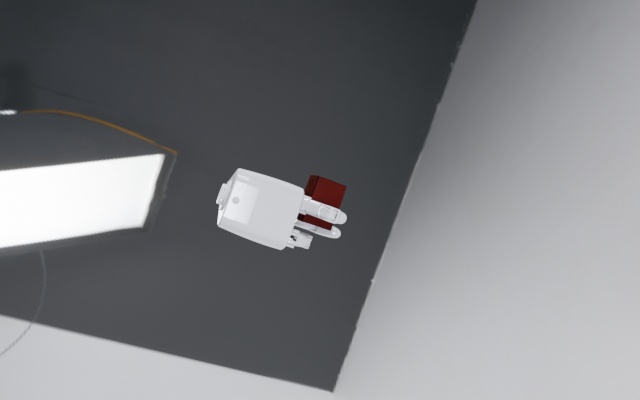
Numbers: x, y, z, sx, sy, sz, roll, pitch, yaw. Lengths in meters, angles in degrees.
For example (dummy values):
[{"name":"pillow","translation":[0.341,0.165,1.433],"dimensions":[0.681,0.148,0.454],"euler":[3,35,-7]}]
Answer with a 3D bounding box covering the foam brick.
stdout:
[{"name":"foam brick","translation":[0.000,0.002,0.764],"dimensions":[0.051,0.078,0.053],"euler":[20,-1,-15]}]
